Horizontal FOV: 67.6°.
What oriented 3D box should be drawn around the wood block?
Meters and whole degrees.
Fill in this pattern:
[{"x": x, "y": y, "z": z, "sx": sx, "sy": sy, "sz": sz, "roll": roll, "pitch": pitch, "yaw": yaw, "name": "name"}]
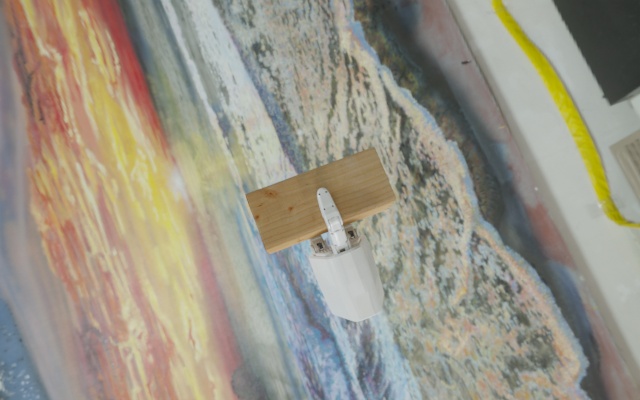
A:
[{"x": 0.000, "y": 0.003, "z": 0.741, "sx": 0.206, "sy": 0.090, "sz": 0.091, "roll": -21, "pitch": -9, "yaw": -5, "name": "wood block"}]
